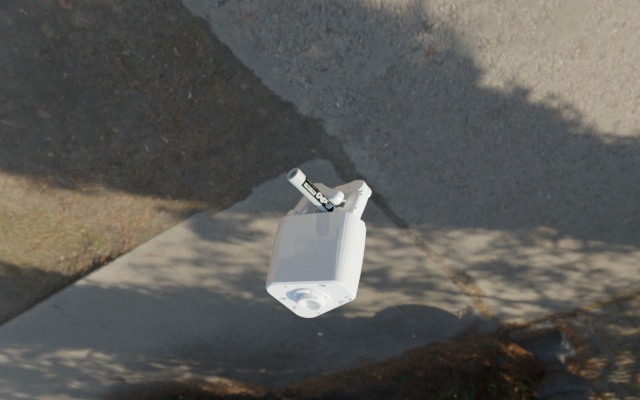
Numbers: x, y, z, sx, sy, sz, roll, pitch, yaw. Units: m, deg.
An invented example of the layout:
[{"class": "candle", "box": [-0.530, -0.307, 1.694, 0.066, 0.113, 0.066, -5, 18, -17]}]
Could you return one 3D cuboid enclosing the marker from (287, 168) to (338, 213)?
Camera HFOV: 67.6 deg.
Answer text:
[{"class": "marker", "box": [0.000, 0.002, 0.625, 0.020, 0.020, 0.121, 0, -36, 45]}]
